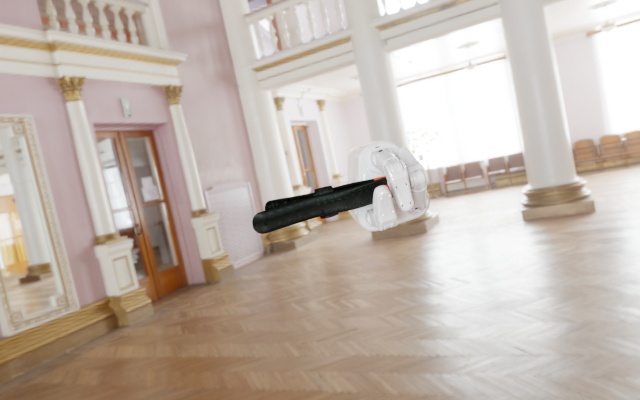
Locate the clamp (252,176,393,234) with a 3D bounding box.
[{"bbox_3d":[0.000,0.001,0.591,0.171,0.039,0.120,-12,13,-6],"label":"clamp"}]
